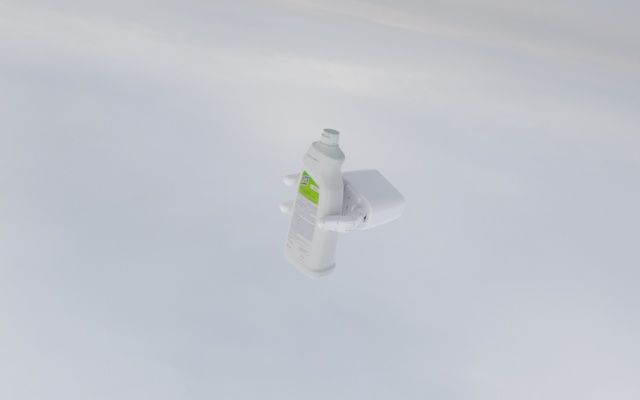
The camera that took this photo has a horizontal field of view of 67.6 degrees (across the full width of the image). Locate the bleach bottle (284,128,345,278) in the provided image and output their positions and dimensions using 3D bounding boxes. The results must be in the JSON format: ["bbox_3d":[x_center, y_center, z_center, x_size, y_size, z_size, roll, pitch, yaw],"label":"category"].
[{"bbox_3d":[0.000,0.003,0.824,0.068,0.251,0.102,-13,34,-43],"label":"bleach bottle"}]
